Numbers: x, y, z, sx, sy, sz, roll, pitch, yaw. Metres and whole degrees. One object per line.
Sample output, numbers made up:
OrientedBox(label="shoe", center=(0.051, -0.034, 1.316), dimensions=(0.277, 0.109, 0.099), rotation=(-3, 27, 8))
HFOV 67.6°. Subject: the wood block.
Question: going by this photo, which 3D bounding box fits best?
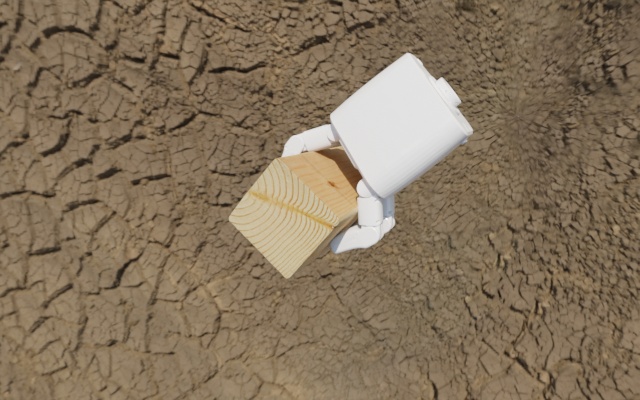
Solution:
OrientedBox(label="wood block", center=(0.000, 0.001, 0.559), dimensions=(0.091, 0.090, 0.206), rotation=(45, 22, 10))
